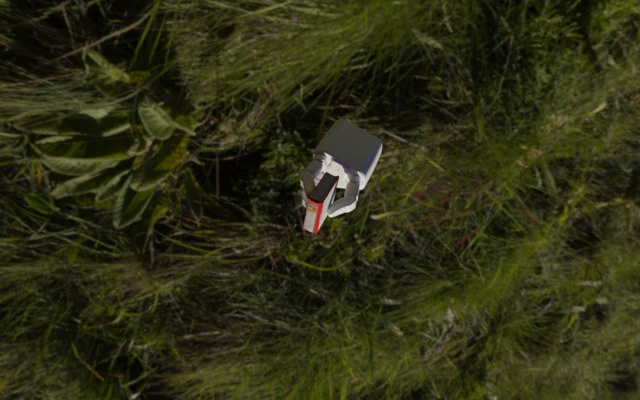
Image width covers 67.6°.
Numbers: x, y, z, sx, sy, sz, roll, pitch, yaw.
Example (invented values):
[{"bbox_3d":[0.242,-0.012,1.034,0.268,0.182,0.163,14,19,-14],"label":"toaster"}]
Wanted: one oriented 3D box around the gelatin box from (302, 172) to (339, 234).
[{"bbox_3d":[0.000,0.003,0.847,0.030,0.073,0.089,21,41,9],"label":"gelatin box"}]
